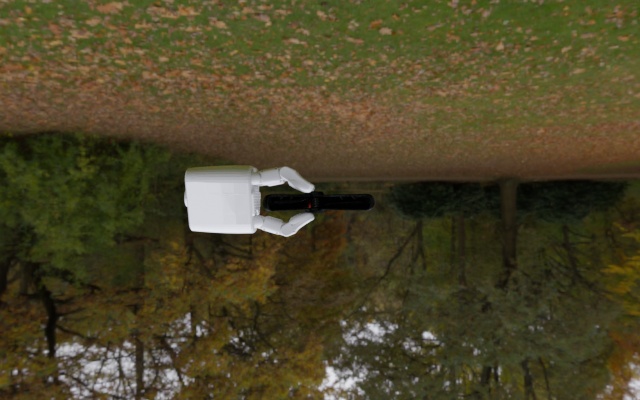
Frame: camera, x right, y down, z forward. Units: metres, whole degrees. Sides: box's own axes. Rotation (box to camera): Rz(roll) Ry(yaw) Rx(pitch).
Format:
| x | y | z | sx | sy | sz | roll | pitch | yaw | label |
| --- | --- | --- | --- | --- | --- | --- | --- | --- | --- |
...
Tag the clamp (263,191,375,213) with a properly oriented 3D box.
| x | y | z | sx | sy | sz | roll | pitch | yaw | label |
| --- | --- | --- | --- | --- | --- | --- | --- | --- | --- |
| 0.000 | 0.003 | 0.787 | 0.164 | 0.036 | 0.210 | 1 | 0 | 1 | clamp |
